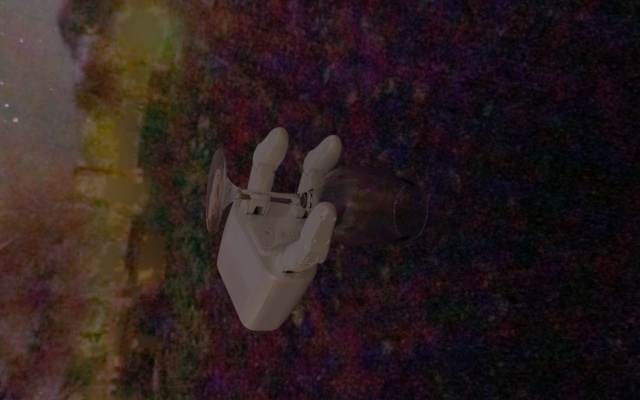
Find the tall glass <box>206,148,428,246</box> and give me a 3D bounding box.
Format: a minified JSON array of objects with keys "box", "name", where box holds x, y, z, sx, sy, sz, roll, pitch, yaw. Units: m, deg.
[{"box":[0.000,0.001,0.448,0.201,0.079,0.079,6,-2,-23],"name":"tall glass"}]
